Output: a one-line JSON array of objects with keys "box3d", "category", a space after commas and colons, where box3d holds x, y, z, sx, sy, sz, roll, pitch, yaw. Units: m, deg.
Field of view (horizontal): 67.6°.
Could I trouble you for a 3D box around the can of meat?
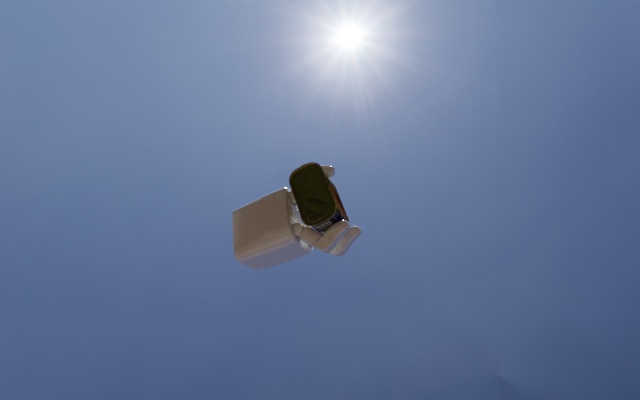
[{"box3d": [0.000, 0.002, 0.764, 0.057, 0.102, 0.084, -25, -26, 10], "category": "can of meat"}]
